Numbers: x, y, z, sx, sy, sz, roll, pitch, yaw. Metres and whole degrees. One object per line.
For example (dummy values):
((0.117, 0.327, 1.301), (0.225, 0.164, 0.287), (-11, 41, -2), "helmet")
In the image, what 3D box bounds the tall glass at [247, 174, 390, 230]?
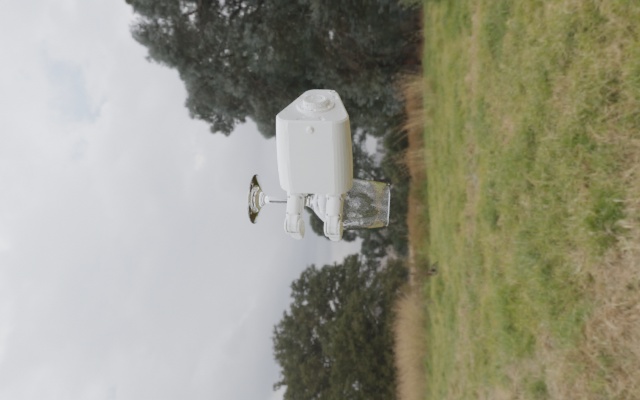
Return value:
((-0.001, 0.002, 0.698), (0.201, 0.079, 0.079), (3, 0, 8), "tall glass")
